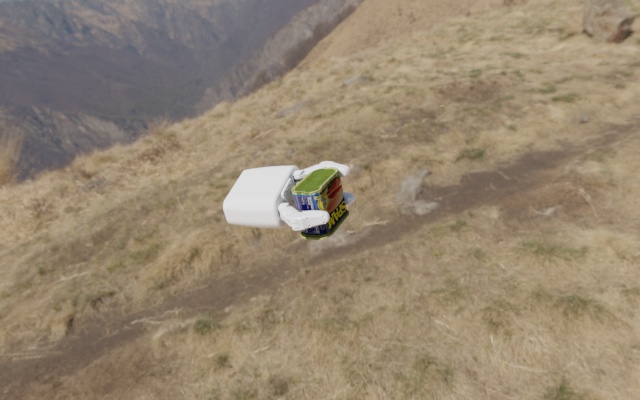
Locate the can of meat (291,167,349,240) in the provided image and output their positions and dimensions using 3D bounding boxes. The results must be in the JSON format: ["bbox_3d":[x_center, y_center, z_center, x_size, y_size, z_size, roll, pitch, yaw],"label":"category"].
[{"bbox_3d":[0.000,0.002,0.779,0.057,0.084,0.102,1,28,29],"label":"can of meat"}]
